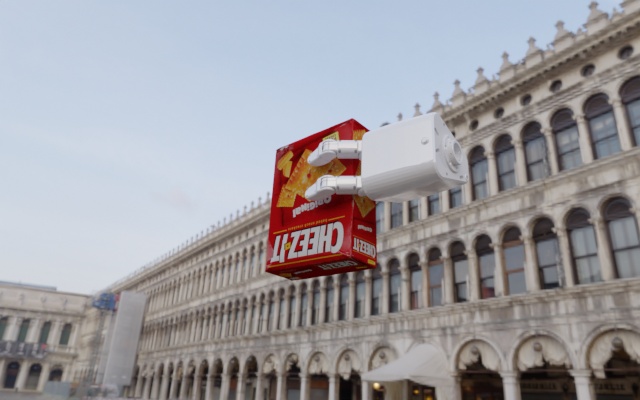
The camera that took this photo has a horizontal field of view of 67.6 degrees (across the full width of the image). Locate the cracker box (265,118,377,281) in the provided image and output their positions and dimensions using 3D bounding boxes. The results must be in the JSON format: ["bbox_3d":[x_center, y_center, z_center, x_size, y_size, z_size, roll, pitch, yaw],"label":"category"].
[{"bbox_3d":[0.000,0.002,0.724,0.164,0.213,0.072,-16,-29,37],"label":"cracker box"}]
